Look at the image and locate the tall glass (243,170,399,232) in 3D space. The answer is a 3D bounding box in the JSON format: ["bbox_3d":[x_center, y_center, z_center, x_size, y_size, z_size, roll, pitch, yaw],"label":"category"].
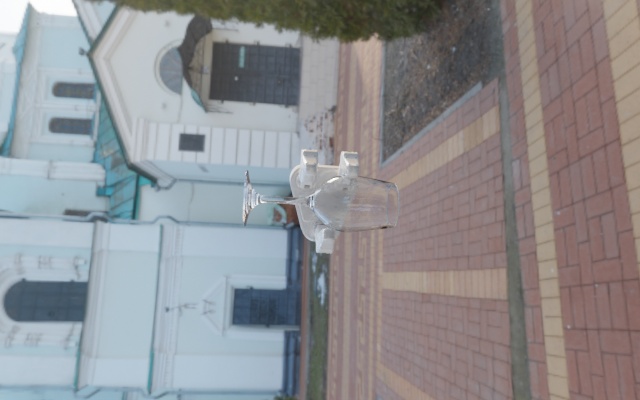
[{"bbox_3d":[-0.001,0.002,0.638,0.201,0.079,0.079,3,0,-5],"label":"tall glass"}]
